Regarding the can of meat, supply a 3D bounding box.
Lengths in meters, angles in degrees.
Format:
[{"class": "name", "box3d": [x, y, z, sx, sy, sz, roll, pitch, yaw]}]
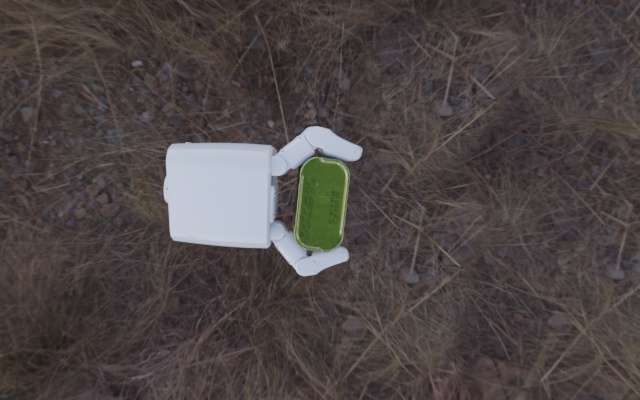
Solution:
[{"class": "can of meat", "box3d": [0.000, 0.002, 0.523, 0.057, 0.102, 0.084, 5, 4, -2]}]
